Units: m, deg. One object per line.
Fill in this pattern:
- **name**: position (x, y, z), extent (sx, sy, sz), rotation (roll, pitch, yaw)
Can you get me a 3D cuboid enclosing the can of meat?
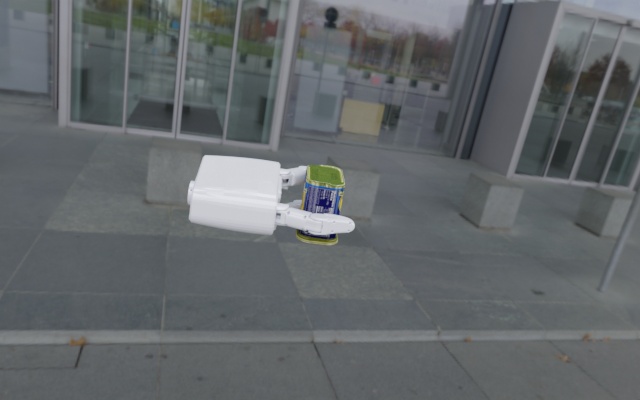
- **can of meat**: position (0.000, 0.002, 0.659), extent (0.057, 0.084, 0.102), rotation (8, 18, -4)
